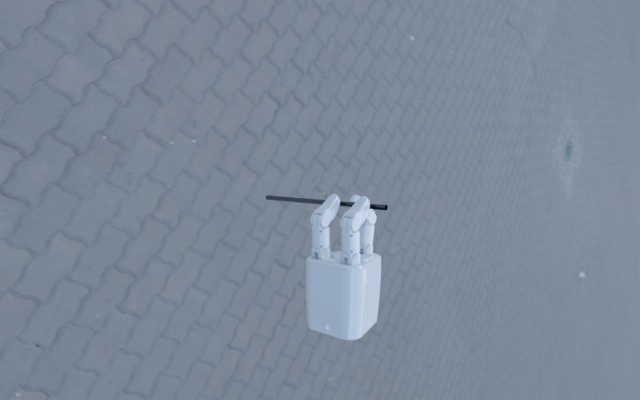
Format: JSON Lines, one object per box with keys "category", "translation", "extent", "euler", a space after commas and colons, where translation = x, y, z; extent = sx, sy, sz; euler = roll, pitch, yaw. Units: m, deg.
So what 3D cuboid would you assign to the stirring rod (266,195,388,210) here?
{"category": "stirring rod", "translation": [0.000, 0.003, 0.743], "extent": [0.239, 0.011, 0.011], "euler": [5, 3, 40]}
